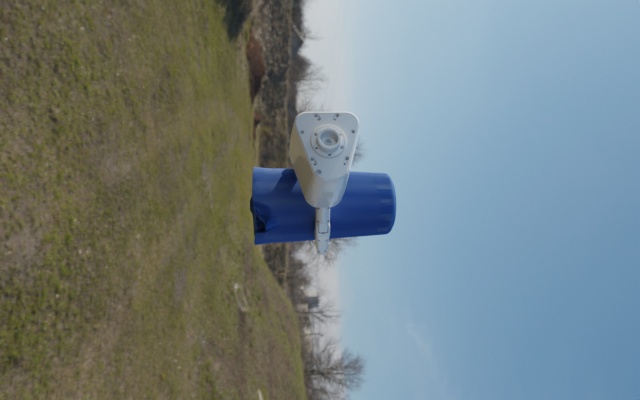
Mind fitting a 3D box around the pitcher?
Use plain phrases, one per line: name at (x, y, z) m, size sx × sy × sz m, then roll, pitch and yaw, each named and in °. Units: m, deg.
pitcher at (0.000, 0.003, 0.834) m, size 0.243 × 0.149 × 0.145 m, roll -1°, pitch -22°, yaw -5°
